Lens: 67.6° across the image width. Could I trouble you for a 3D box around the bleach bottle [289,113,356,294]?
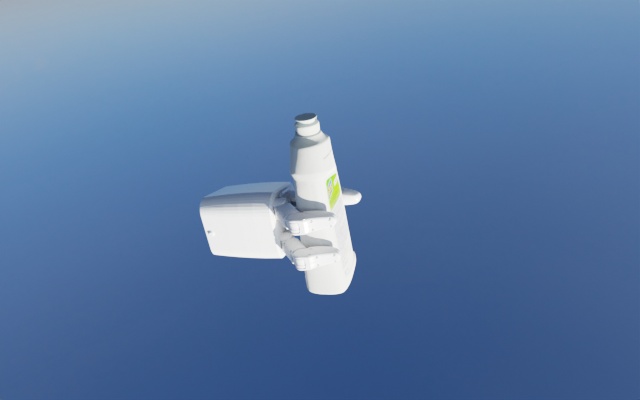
[{"bbox_3d":[0.000,0.002,0.651,0.068,0.251,0.102,-1,29,14],"label":"bleach bottle"}]
